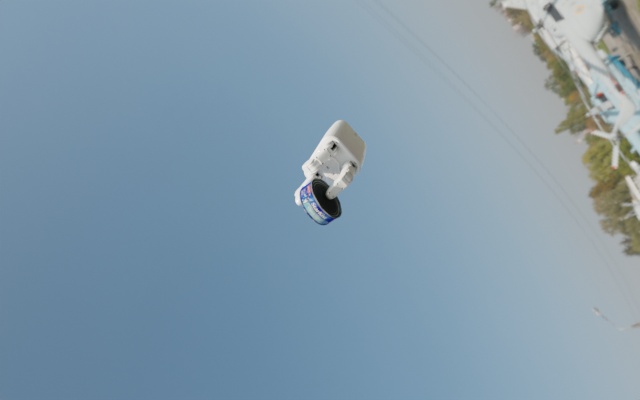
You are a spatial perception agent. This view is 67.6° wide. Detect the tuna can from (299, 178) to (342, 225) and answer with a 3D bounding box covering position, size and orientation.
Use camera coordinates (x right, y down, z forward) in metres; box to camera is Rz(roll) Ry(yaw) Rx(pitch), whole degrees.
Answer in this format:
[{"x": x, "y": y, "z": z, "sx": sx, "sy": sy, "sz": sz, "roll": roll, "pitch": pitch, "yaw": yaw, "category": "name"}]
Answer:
[{"x": 0.000, "y": 0.003, "z": 0.892, "sx": 0.034, "sy": 0.086, "sz": 0.086, "roll": -34, "pitch": -16, "yaw": 26, "category": "tuna can"}]
